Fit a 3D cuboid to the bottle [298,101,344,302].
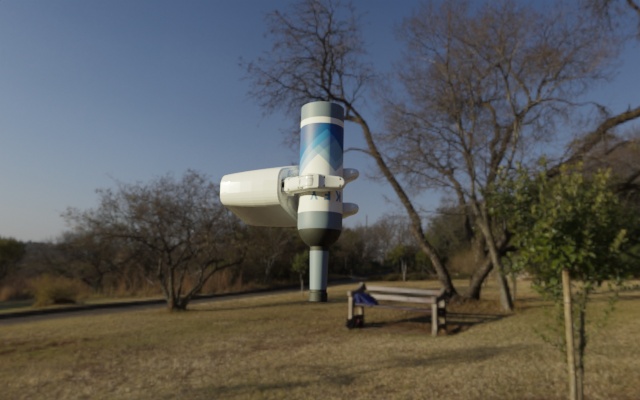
[{"bbox_3d":[0.000,0.002,0.719,0.069,0.295,0.069,1,-10,0],"label":"bottle"}]
